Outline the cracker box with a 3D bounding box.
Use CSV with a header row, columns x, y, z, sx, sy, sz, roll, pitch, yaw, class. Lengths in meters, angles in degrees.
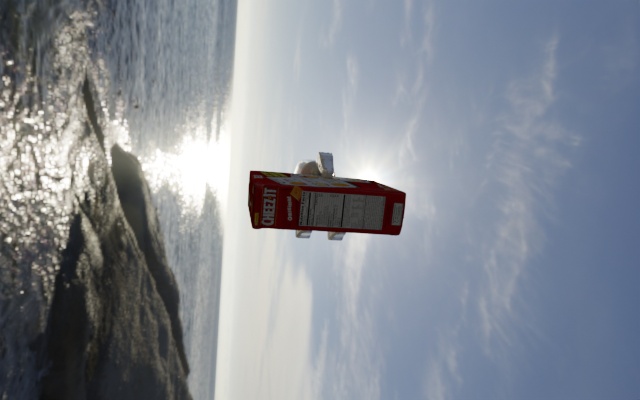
x,y,z,sx,sy,sz,roll,pitch,yaw,class
0.000,0.002,0.725,0.214,0.072,0.164,3,9,-11,cracker box
